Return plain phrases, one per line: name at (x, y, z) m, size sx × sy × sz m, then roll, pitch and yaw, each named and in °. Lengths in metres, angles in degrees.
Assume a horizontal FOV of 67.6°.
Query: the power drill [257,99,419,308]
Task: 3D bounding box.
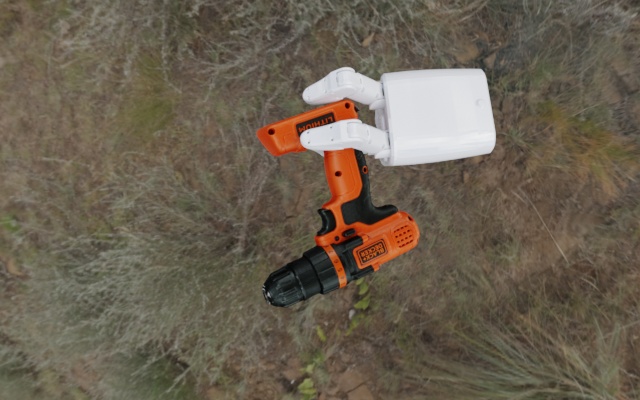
power drill at (0.000, 0.001, 0.506) m, size 0.184 × 0.188 × 0.057 m, roll -23°, pitch 11°, yaw -18°
